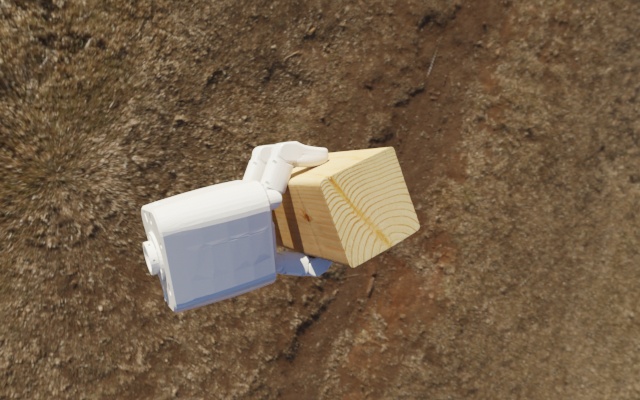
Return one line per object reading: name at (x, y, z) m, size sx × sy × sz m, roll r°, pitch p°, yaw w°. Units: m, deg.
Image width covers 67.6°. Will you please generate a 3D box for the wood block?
wood block at (0.000, 0.002, 0.534) m, size 0.090 × 0.091 × 0.206 m, roll -27°, pitch 15°, yaw -25°
